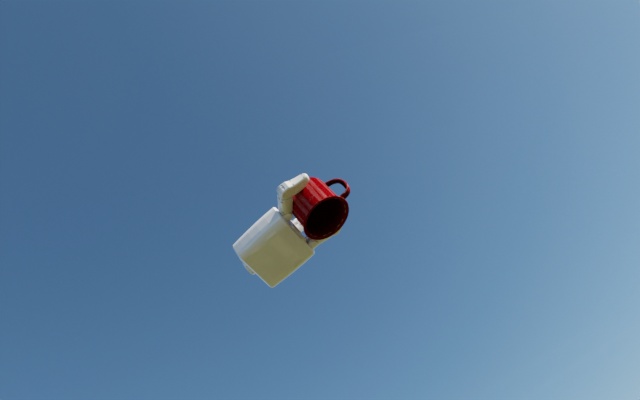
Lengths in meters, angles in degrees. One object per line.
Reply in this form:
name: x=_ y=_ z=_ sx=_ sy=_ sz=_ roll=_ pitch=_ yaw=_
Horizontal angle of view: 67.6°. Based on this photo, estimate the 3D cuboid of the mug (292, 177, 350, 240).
mug: x=0.001 y=0.002 z=0.862 sx=0.081 sy=0.117 sz=0.093 roll=47 pitch=-4 yaw=43
